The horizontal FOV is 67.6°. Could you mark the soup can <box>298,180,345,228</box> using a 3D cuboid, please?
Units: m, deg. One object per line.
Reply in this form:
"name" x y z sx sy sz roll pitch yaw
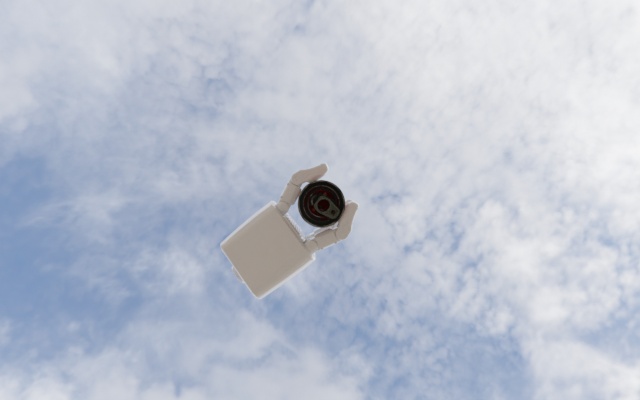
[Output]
"soup can" 0.000 0.002 0.724 0.068 0.068 0.102 0 3 -2
